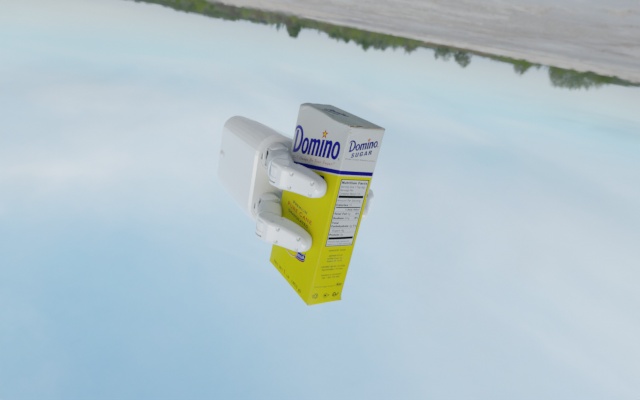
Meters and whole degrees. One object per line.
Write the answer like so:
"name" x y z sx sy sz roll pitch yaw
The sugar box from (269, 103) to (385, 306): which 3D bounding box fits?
"sugar box" 0.000 0.002 0.463 0.048 0.176 0.093 -3 23 -32
